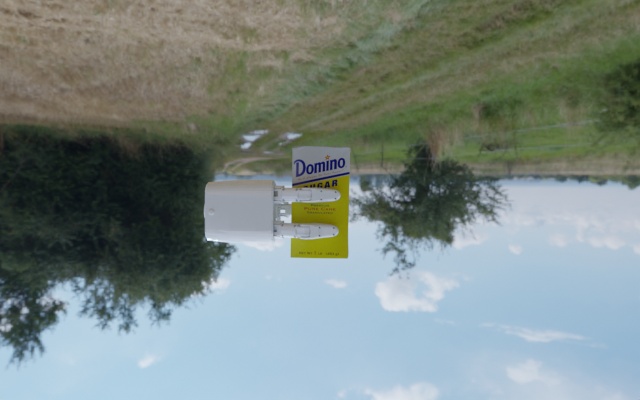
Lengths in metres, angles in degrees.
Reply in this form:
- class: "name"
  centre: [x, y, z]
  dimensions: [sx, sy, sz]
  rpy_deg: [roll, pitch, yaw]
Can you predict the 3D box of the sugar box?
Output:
- class: "sugar box"
  centre: [0.000, 0.003, 0.759]
  dimensions: [0.093, 0.176, 0.048]
  rpy_deg: [0, 2, 1]
